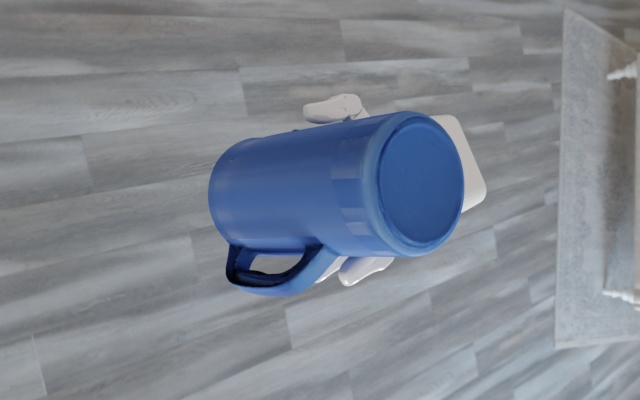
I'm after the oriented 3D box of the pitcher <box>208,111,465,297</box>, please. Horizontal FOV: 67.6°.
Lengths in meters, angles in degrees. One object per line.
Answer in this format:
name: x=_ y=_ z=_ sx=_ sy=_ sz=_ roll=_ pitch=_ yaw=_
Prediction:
pitcher: x=0.000 y=0.001 z=0.437 sx=0.145 sy=0.149 sz=0.243 roll=-18 pitch=8 yaw=-35
